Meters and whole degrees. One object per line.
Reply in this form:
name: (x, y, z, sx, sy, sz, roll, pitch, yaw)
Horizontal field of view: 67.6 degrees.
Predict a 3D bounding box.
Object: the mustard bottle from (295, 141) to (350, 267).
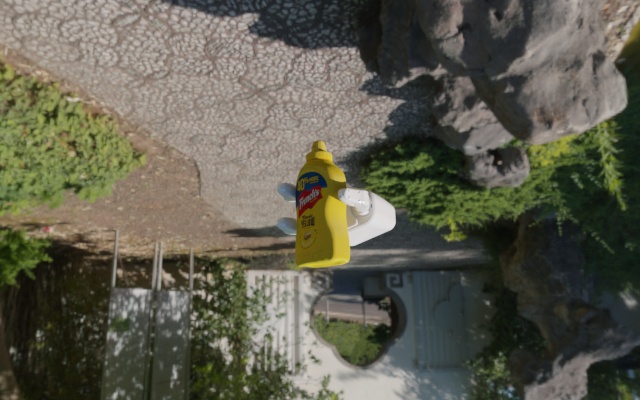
mustard bottle: (0.000, 0.003, 0.725, 0.058, 0.191, 0.096, 8, -16, -36)
